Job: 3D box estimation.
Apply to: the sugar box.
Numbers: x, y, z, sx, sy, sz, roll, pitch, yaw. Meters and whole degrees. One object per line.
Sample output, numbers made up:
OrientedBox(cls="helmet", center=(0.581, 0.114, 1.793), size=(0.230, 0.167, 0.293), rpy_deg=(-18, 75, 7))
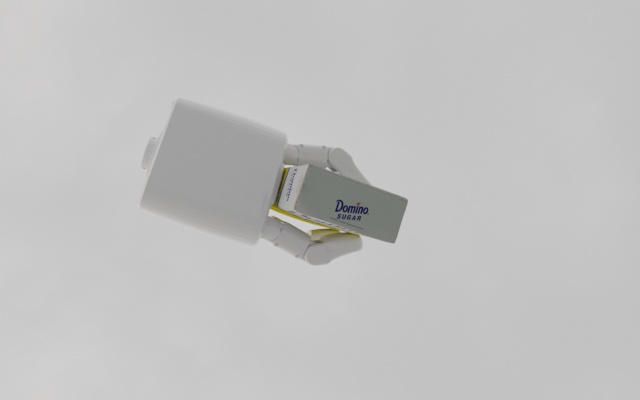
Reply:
OrientedBox(cls="sugar box", center=(0.000, 0.002, 0.459), size=(0.093, 0.048, 0.176), rpy_deg=(19, -2, -17))
